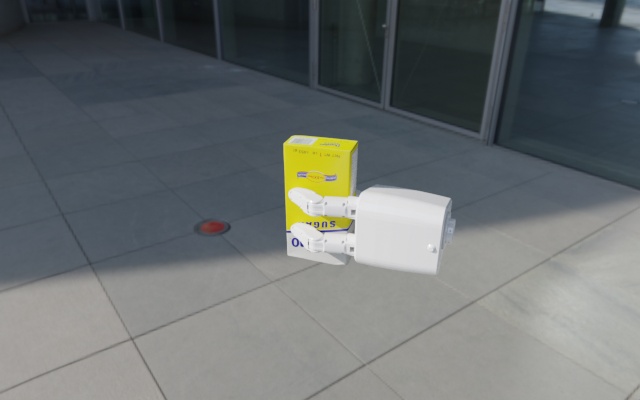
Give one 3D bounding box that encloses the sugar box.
[{"bbox_3d":[0.000,0.002,0.656,0.093,0.176,0.048,8,27,16],"label":"sugar box"}]
